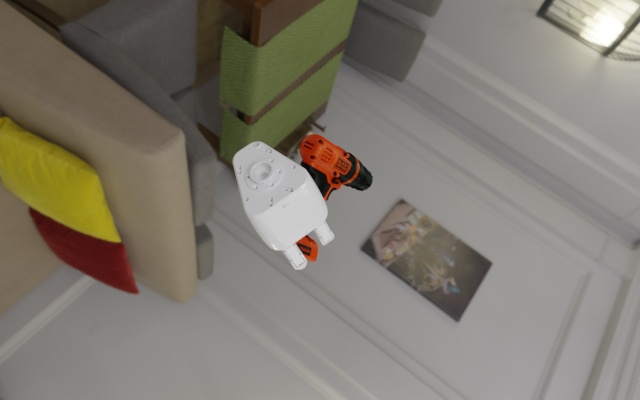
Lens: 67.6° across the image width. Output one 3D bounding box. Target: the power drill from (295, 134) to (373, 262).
[{"bbox_3d":[0.000,0.003,0.777,0.057,0.187,0.184,27,0,40],"label":"power drill"}]
